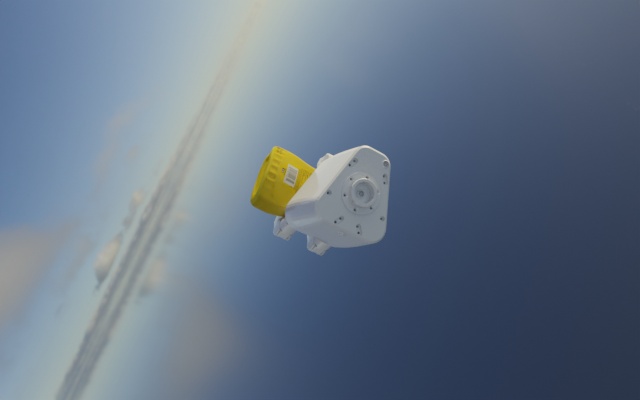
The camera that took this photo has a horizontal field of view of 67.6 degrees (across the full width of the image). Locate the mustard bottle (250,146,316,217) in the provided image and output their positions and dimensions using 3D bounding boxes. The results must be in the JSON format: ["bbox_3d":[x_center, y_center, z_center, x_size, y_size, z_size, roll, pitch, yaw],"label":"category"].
[{"bbox_3d":[0.000,0.002,0.692,0.191,0.096,0.058,26,-39,-16],"label":"mustard bottle"}]
